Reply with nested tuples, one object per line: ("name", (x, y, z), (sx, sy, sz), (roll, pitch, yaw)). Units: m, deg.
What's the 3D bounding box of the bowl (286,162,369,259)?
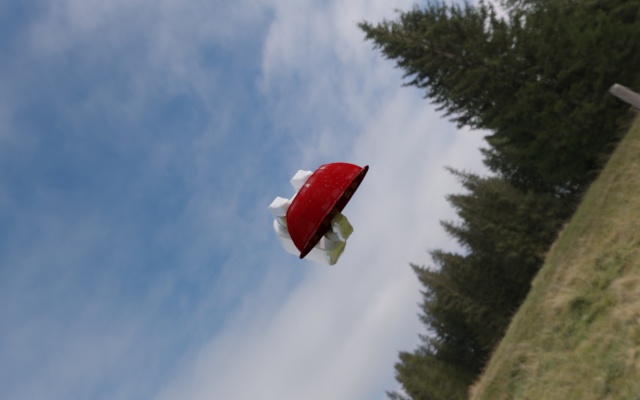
("bowl", (0.000, 0.001, 0.669), (0.055, 0.162, 0.162), (36, 5, 6))
